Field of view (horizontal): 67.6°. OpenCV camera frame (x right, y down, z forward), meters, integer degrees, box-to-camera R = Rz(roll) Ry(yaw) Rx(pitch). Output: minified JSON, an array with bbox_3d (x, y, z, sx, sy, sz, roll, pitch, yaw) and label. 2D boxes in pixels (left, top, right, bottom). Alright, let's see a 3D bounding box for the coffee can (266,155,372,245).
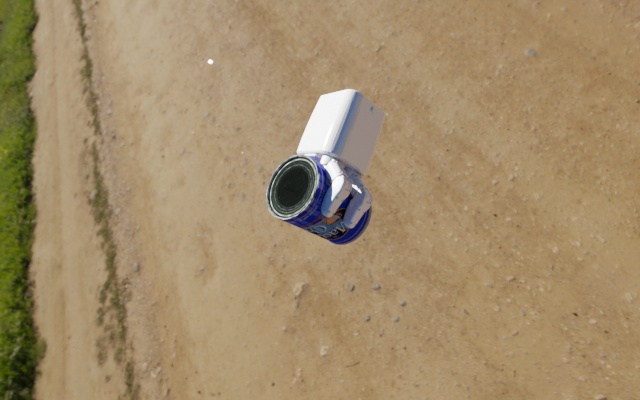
[{"bbox_3d":[0.000,0.003,0.750,0.103,0.102,0.140,0,-19,41],"label":"coffee can"}]
